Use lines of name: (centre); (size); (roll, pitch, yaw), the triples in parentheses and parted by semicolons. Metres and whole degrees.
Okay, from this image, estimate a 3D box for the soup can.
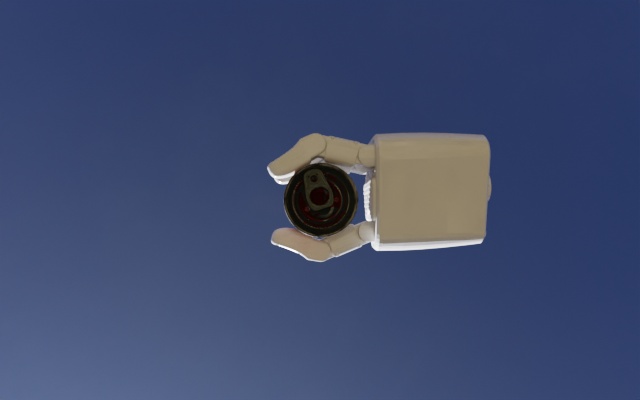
soup can: (0.000, 0.002, 0.481); (0.068, 0.068, 0.102); (0, -2, 0)
